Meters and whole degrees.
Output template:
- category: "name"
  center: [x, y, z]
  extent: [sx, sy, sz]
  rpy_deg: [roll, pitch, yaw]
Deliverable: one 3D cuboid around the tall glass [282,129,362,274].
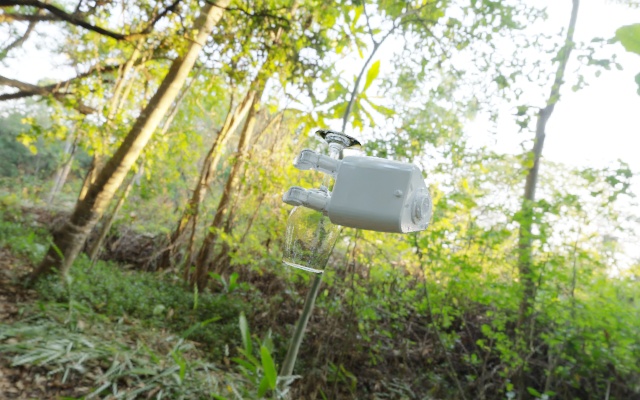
- category: "tall glass"
  center: [0.000, 0.002, 0.701]
  extent: [0.079, 0.201, 0.079]
  rpy_deg: [15, -10, 3]
